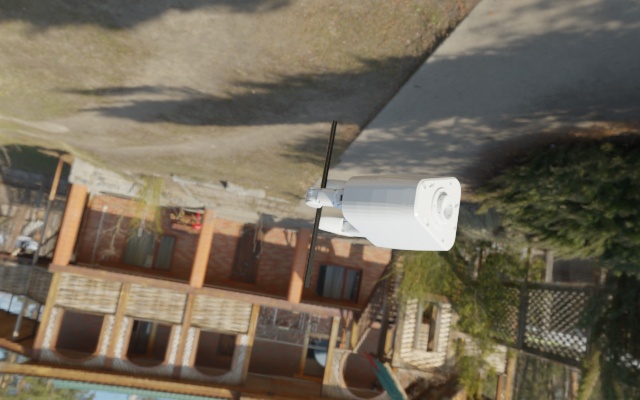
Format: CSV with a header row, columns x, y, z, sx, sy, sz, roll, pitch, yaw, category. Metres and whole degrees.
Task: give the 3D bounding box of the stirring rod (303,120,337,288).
x,y,z,sx,sy,sz,roll,pitch,yaw,category
0.000,0.002,0.676,0.011,0.239,0.011,10,-9,2,stirring rod
